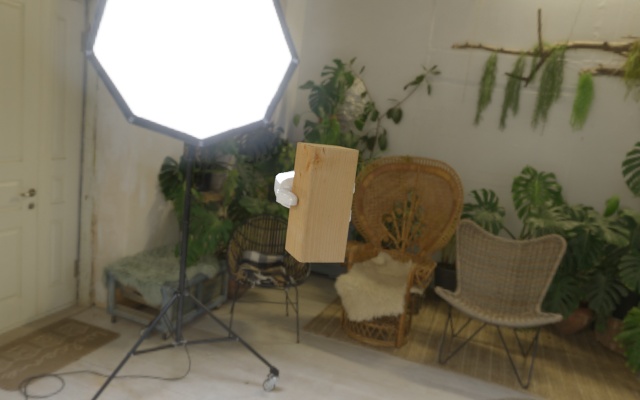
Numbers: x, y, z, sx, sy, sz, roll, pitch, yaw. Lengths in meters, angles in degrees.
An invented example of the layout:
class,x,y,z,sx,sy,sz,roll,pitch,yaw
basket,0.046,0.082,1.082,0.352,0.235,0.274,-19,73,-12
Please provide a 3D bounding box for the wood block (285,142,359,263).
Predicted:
class,x,y,z,sx,sy,sz,roll,pitch,yaw
wood block,0.000,0.003,0.879,0.091,0.206,0.090,3,10,-23
